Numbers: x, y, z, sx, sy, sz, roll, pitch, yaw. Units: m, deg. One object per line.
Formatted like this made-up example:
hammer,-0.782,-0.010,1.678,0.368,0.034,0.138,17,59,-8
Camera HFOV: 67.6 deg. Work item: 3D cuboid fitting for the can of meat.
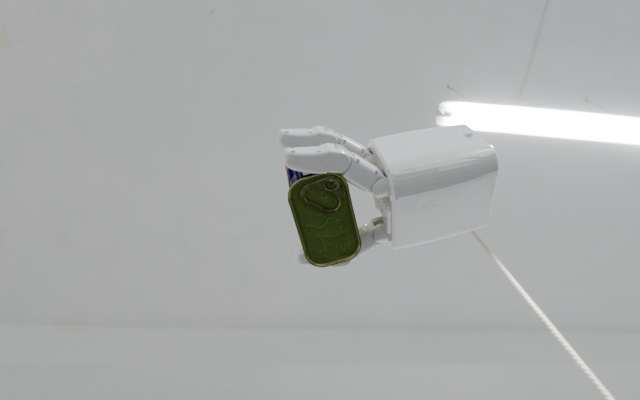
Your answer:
can of meat,0.000,0.002,0.489,0.057,0.102,0.084,-15,29,0
